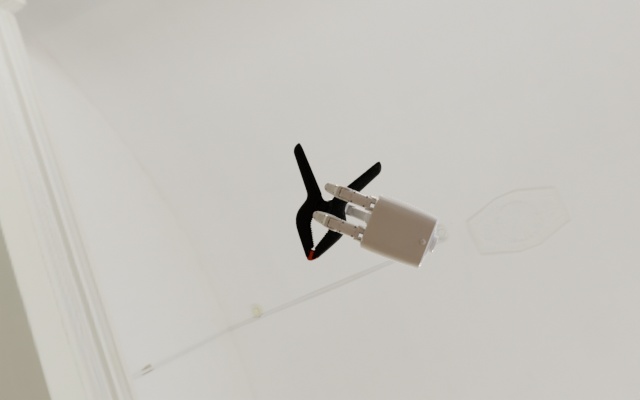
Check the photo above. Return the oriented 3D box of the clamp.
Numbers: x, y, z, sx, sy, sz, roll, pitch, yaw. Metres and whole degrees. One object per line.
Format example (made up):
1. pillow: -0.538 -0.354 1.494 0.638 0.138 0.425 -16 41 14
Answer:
1. clamp: 0.000 0.003 0.868 0.164 0.210 0.036 22 3 14
